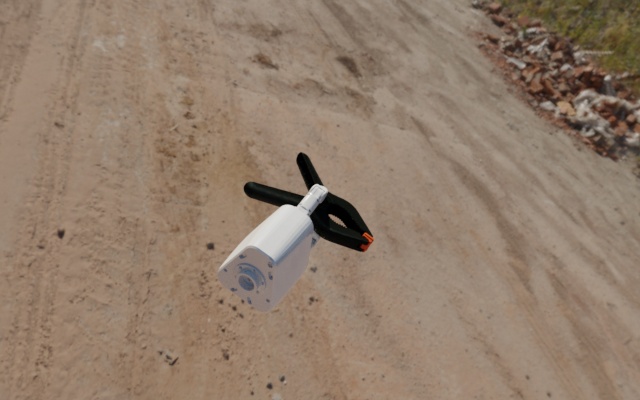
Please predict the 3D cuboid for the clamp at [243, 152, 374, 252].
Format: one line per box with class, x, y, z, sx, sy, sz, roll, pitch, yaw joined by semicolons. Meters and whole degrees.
clamp;0.001;0.002;0.775;0.210;0.036;0.164;34;38;6
